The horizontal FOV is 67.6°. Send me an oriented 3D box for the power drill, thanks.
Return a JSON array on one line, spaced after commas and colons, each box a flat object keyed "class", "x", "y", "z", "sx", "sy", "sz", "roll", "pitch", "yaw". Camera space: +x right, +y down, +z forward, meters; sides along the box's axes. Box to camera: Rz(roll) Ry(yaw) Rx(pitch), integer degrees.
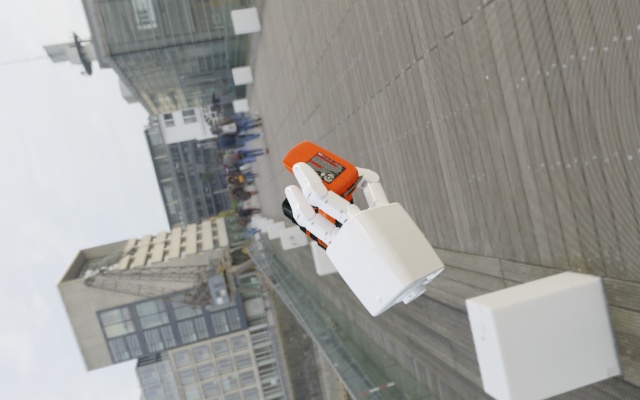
[{"class": "power drill", "x": 0.000, "y": 0.002, "z": 0.704, "sx": 0.184, "sy": 0.057, "sz": 0.188, "roll": 30, "pitch": -26, "yaw": 29}]
